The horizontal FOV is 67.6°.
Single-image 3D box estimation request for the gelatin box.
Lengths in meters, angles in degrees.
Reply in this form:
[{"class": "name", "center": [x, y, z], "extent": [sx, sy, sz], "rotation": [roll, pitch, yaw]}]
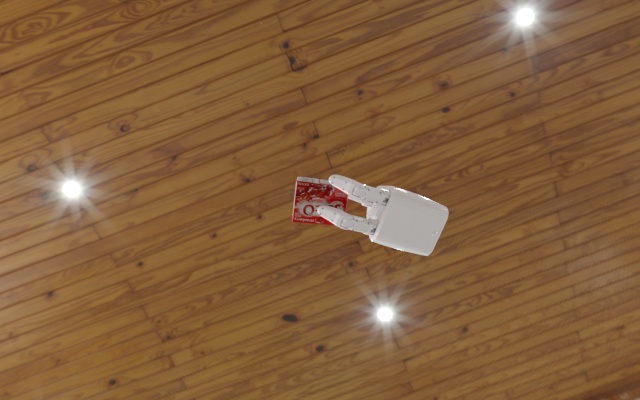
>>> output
[{"class": "gelatin box", "center": [0.000, 0.002, 0.802], "extent": [0.089, 0.073, 0.030], "rotation": [6, 18, -4]}]
